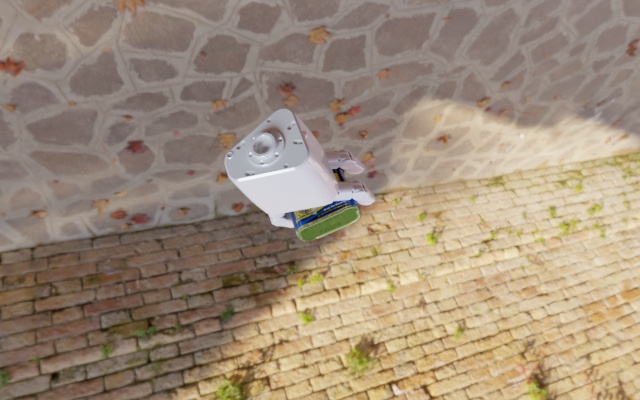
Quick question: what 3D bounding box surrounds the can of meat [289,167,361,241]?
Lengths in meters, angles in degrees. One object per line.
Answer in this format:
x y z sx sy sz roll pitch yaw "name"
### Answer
0.000 0.003 0.702 0.102 0.084 0.057 -24 -29 5 "can of meat"
